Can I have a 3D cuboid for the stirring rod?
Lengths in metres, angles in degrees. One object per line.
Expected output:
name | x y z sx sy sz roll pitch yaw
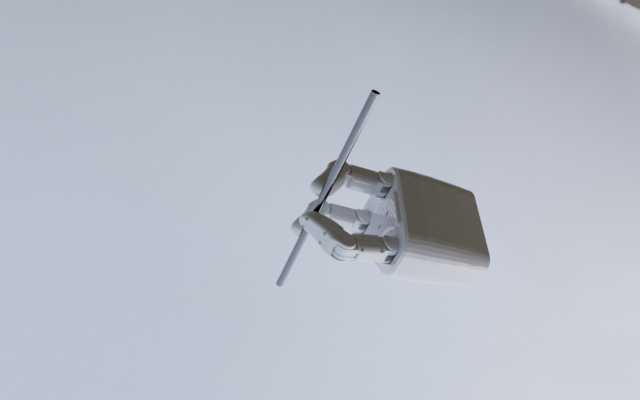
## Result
stirring rod | 0.000 0.001 0.454 0.011 0.240 0.011 18 35 -13
